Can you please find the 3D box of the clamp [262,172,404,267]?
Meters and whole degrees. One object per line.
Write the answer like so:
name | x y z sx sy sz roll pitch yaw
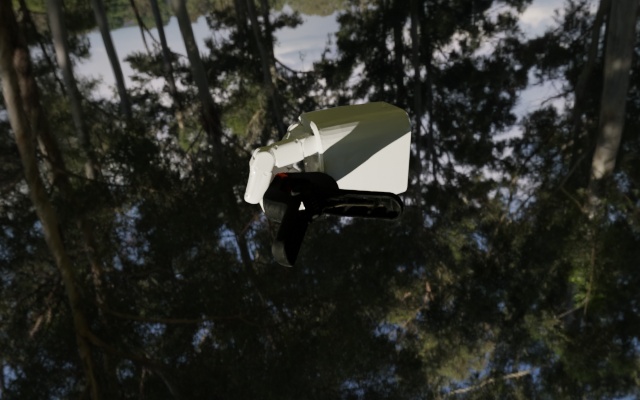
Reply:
clamp | 0.000 0.002 0.461 0.120 0.039 0.171 -13 25 -10
